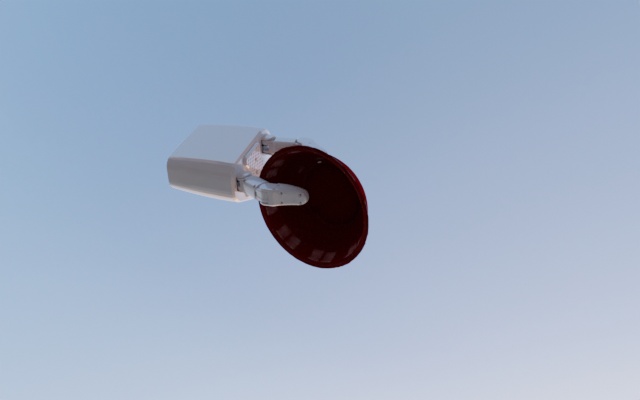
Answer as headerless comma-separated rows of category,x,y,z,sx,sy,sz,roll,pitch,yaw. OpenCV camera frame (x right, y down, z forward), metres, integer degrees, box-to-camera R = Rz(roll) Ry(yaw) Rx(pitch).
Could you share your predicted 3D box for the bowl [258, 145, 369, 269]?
bowl,0.001,0.002,0.600,0.162,0.162,0.055,0,21,35
